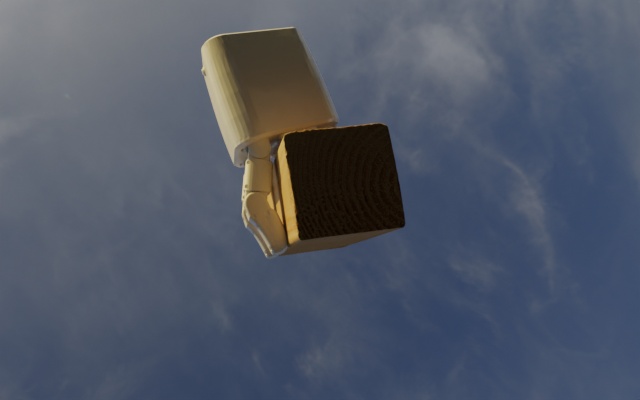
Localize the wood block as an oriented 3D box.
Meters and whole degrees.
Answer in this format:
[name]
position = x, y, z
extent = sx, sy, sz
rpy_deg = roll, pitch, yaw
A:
[wood block]
position = 0.000, 0.001, 0.478
extent = 0.091, 0.090, 0.206
rpy_deg = -7, -8, -12
